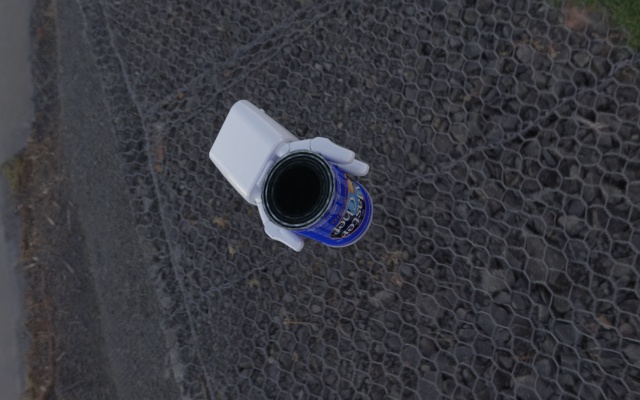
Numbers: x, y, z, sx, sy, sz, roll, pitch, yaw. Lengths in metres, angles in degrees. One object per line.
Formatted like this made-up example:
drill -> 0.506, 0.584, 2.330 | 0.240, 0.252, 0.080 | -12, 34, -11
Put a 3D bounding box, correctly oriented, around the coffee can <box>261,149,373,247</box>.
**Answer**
coffee can -> 0.000, 0.002, 0.640 | 0.103, 0.102, 0.140 | 0, -13, 25
